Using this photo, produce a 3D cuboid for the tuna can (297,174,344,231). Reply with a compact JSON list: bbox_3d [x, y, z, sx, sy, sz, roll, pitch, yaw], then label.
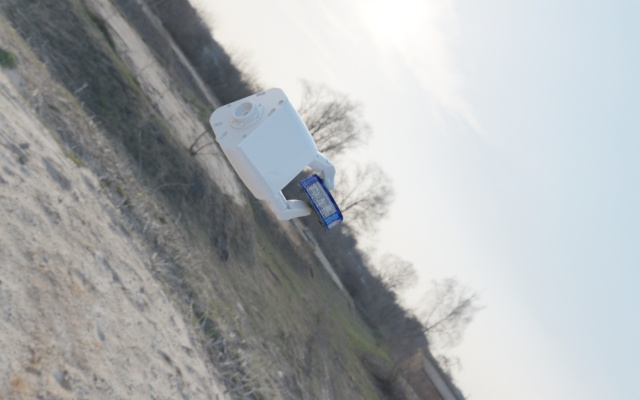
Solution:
[{"bbox_3d":[0.001,0.002,0.730,0.034,0.086,0.086,-31,2,-4],"label":"tuna can"}]
